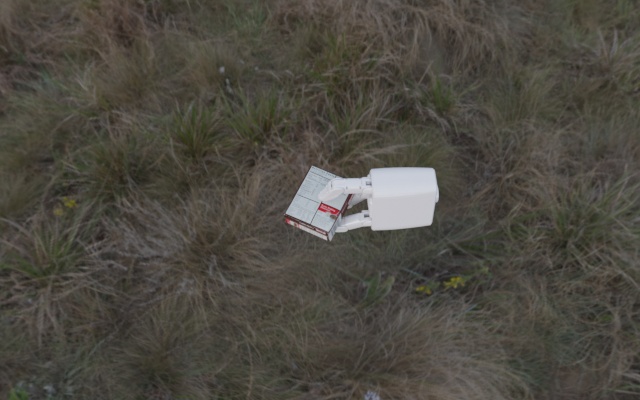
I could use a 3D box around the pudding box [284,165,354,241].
[{"bbox_3d":[0.000,0.003,0.843,0.090,0.113,0.039,22,-24,14],"label":"pudding box"}]
